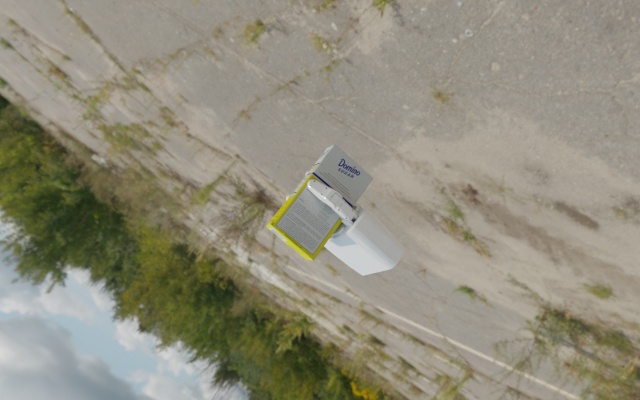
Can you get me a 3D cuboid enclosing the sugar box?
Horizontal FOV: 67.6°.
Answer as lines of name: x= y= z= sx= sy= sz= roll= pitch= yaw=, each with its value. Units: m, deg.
sugar box: x=0.000 y=0.003 z=0.801 sx=0.093 sy=0.176 sz=0.048 roll=41 pitch=-16 yaw=-12
